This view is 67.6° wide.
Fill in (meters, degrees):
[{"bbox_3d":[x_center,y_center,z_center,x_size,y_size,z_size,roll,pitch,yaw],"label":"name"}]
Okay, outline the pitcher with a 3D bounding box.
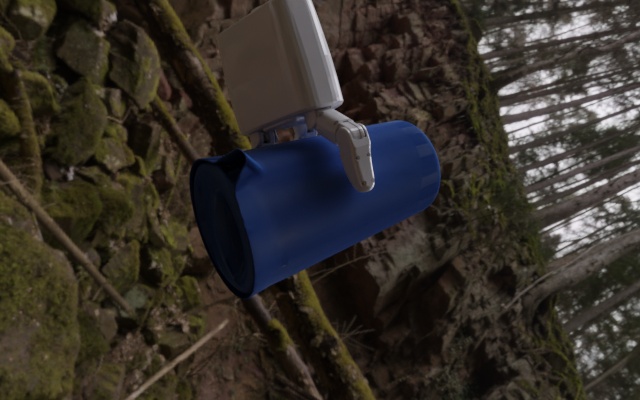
[{"bbox_3d":[0.000,0.001,0.493,0.243,0.145,0.149,-19,5,-30],"label":"pitcher"}]
